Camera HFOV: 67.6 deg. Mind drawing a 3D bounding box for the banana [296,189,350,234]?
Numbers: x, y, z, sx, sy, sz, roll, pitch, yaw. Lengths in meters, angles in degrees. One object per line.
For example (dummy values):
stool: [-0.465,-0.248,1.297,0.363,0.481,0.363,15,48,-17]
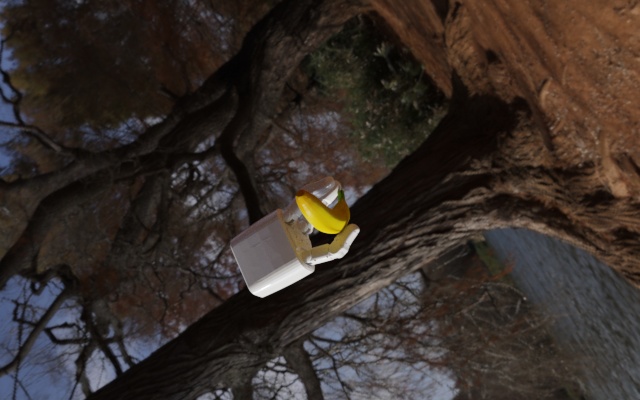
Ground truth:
banana: [0.009,0.019,0.735,0.037,0.069,0.198,-29,-8,16]
